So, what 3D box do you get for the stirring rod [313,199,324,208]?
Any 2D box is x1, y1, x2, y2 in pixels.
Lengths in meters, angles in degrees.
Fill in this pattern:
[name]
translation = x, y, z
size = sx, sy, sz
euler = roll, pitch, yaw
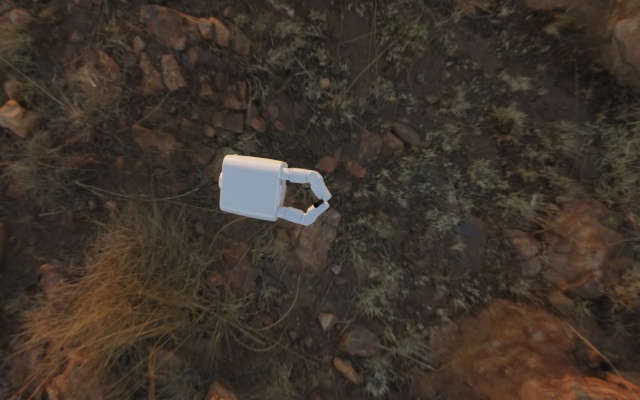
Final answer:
[stirring rod]
translation = 0.000, 0.003, 0.821
size = 0.011, 0.011, 0.239
euler = 0, 2, 3
